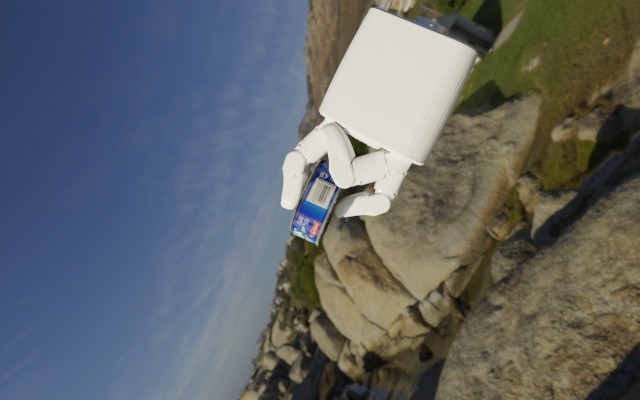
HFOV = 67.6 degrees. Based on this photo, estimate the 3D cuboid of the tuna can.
[{"bbox_3d":[0.000,0.001,0.502,0.034,0.086,0.086,24,2,4],"label":"tuna can"}]
